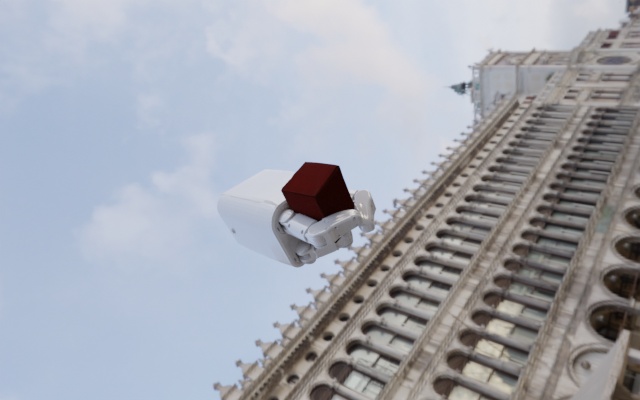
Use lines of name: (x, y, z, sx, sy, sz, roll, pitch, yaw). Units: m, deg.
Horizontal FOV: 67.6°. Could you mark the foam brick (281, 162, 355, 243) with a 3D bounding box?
foam brick: (0.000, 0.002, 0.549, 0.051, 0.078, 0.053, 13, 51, 37)
